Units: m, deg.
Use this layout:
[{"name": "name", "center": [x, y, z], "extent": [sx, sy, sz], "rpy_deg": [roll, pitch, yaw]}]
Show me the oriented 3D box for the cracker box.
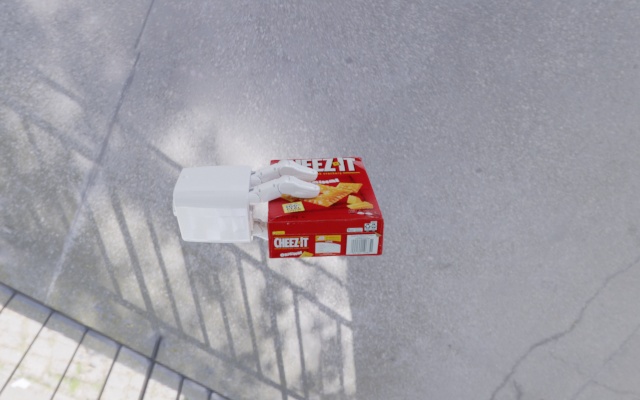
[{"name": "cracker box", "center": [0.000, 0.003, 0.753], "extent": [0.164, 0.072, 0.213], "rpy_deg": [-2, 29, -4]}]
